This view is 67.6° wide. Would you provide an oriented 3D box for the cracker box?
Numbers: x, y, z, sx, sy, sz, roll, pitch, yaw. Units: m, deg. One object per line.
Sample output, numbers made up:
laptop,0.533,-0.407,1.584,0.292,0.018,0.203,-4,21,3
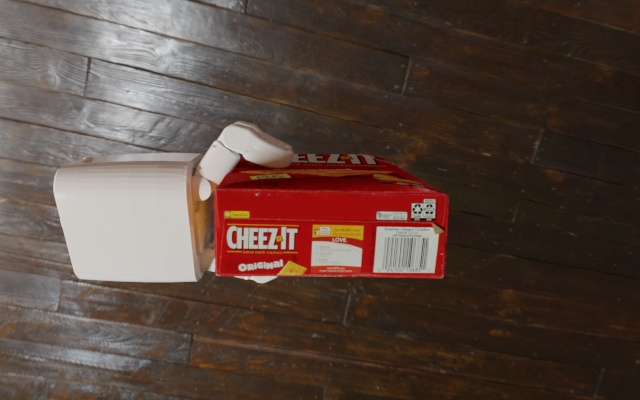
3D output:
cracker box,0.000,0.002,0.428,0.164,0.072,0.213,1,12,-5
